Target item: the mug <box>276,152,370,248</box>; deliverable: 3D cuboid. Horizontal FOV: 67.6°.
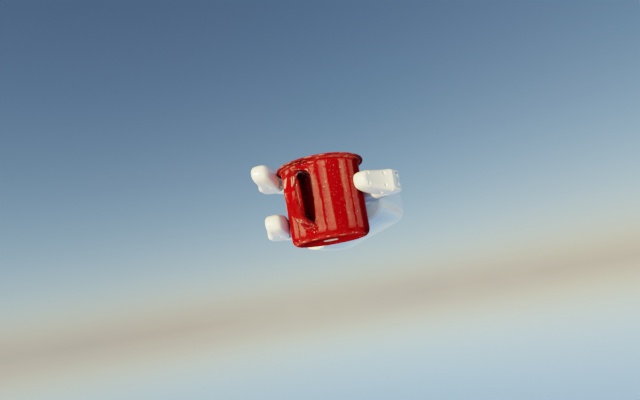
[{"bbox_3d":[0.000,0.002,0.487,0.093,0.081,0.117,-15,-13,24],"label":"mug"}]
